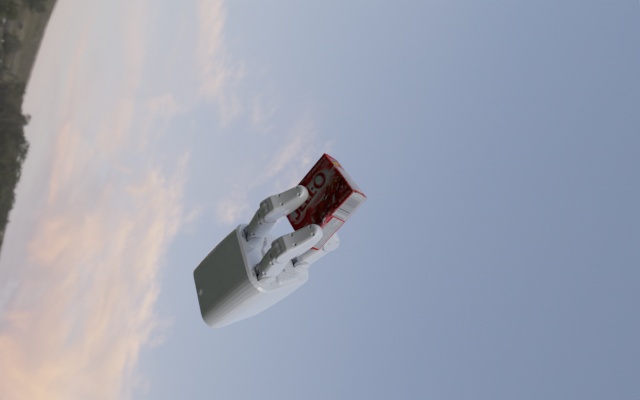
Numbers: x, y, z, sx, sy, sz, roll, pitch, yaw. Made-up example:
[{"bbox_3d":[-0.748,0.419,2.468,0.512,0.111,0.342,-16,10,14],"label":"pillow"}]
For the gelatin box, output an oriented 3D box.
[{"bbox_3d":[0.001,0.002,0.555,0.030,0.089,0.073,25,23,-46],"label":"gelatin box"}]
